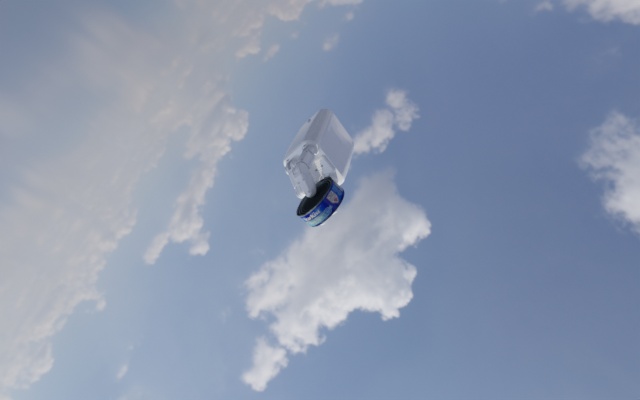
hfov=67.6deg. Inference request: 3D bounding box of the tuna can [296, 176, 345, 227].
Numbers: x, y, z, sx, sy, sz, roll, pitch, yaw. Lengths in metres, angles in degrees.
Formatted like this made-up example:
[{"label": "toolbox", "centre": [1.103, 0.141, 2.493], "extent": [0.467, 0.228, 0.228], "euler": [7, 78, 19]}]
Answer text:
[{"label": "tuna can", "centre": [0.001, 0.003, 0.805], "extent": [0.034, 0.086, 0.086], "euler": [41, -15, -18]}]
